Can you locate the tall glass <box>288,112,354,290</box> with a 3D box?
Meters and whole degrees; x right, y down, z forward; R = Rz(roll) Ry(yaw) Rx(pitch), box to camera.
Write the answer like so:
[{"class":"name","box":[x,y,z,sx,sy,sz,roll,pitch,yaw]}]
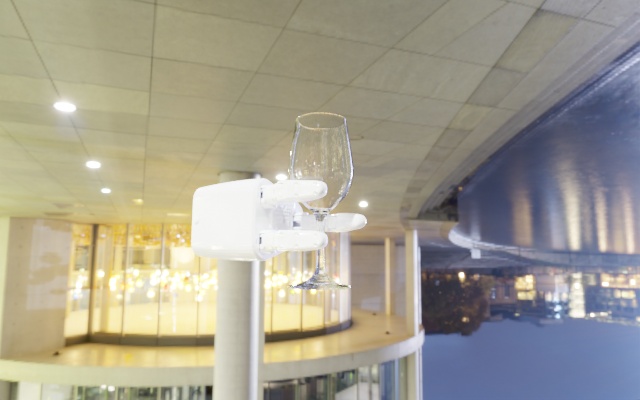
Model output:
[{"class":"tall glass","box":[0.000,0.003,0.563,0.079,0.201,0.079,1,-7,0]}]
